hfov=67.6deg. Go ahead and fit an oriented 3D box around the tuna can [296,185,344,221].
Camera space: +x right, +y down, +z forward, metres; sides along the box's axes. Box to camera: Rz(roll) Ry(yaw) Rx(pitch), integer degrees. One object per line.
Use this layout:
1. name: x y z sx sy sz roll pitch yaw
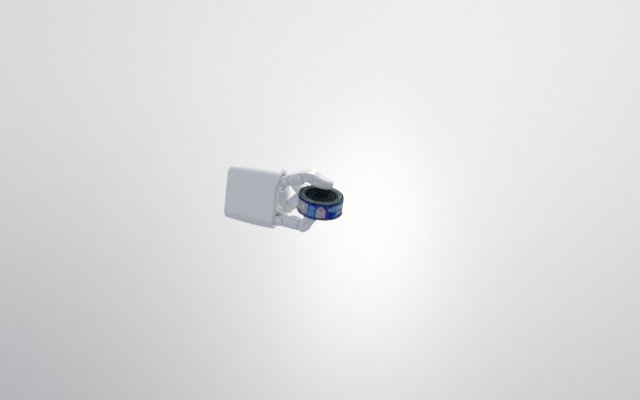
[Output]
1. tuna can: 0.000 0.002 0.870 0.086 0.034 0.086 6 26 -3
